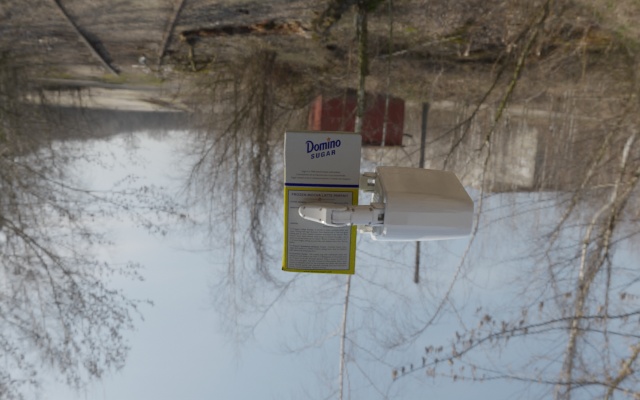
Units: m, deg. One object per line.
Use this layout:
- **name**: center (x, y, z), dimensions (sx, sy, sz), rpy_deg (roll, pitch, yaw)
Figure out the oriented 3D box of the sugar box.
- **sugar box**: center (0.000, 0.002, 0.595), dimensions (0.093, 0.176, 0.048), rpy_deg (2, 10, -2)
